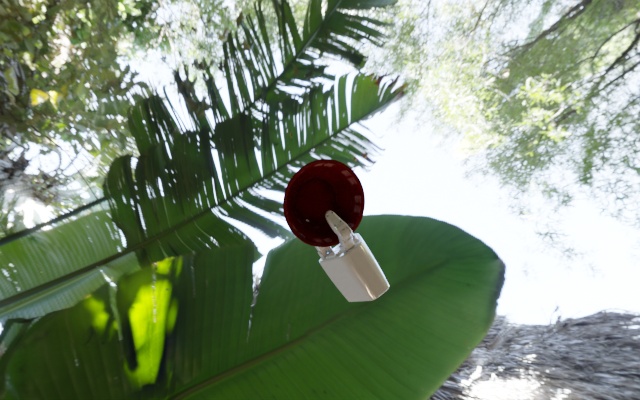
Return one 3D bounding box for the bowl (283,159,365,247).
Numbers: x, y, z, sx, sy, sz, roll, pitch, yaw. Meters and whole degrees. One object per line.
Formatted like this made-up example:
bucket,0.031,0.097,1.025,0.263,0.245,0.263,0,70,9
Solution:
bowl,0.000,0.002,0.892,0.162,0.162,0.055,0,6,-21
